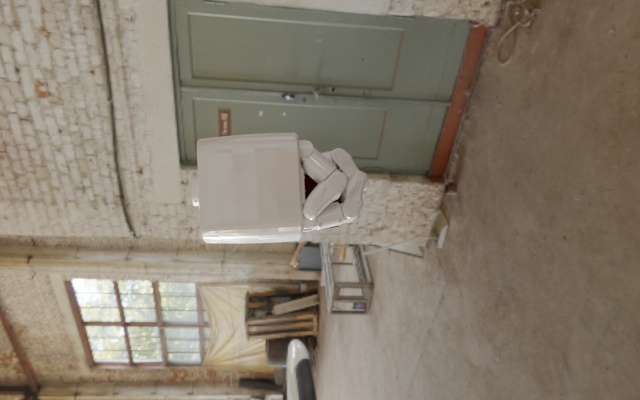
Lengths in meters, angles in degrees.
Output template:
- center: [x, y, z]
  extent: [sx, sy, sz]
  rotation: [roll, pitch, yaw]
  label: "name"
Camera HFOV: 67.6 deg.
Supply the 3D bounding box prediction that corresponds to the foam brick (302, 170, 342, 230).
- center: [0.000, 0.002, 0.582]
  extent: [0.051, 0.053, 0.078]
  rotation: [-8, -16, -10]
  label: "foam brick"
